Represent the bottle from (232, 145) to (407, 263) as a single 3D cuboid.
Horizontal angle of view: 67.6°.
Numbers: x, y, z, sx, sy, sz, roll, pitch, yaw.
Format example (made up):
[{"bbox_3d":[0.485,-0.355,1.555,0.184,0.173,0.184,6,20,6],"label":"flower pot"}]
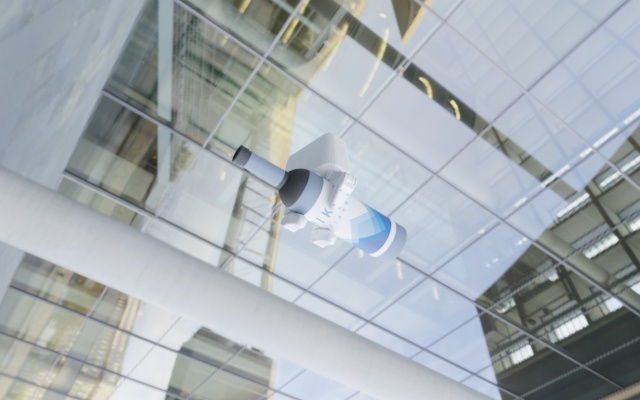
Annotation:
[{"bbox_3d":[0.000,0.003,0.726,0.296,0.069,0.069,30,-12,-21],"label":"bottle"}]
